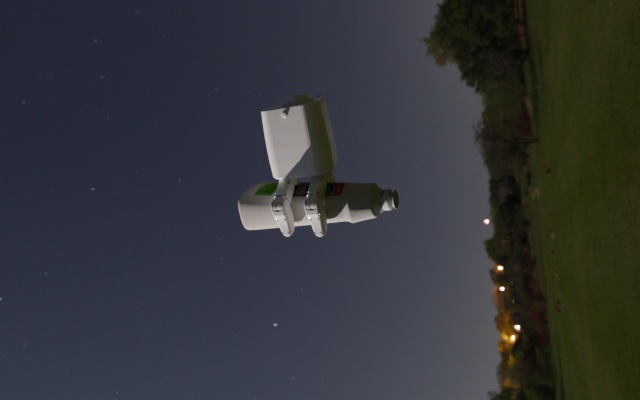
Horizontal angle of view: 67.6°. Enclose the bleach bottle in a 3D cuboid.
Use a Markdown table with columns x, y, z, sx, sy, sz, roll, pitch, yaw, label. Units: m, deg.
| x | y | z | sx | sy | sz | roll | pitch | yaw | label |
| --- | --- | --- | --- | --- | --- | --- | --- | --- | --- |
| 0.000 | 0.003 | 0.753 | 0.251 | 0.068 | 0.102 | -4 | 19 | 25 | bleach bottle |
